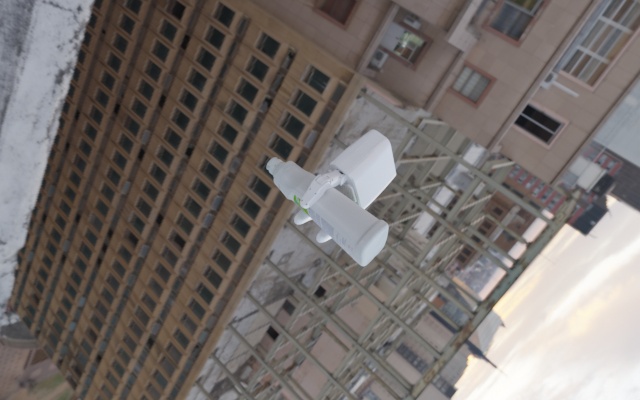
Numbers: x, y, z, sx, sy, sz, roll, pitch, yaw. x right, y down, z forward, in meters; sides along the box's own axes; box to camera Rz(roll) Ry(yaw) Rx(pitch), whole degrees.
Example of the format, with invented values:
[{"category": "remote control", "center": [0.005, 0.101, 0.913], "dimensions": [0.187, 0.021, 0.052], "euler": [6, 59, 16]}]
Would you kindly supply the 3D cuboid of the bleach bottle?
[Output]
[{"category": "bleach bottle", "center": [0.000, 0.003, 0.823], "dimensions": [0.250, 0.068, 0.103], "euler": [40, -19, 21]}]
